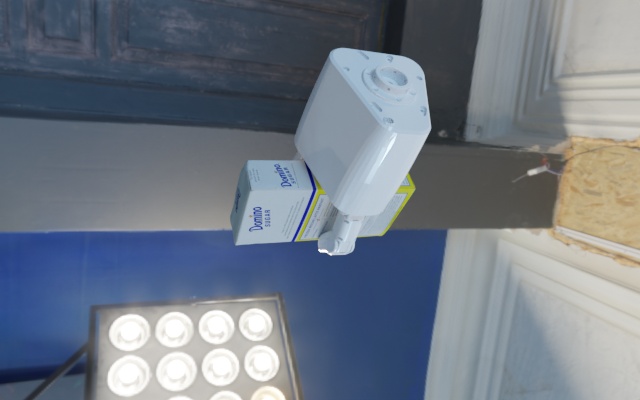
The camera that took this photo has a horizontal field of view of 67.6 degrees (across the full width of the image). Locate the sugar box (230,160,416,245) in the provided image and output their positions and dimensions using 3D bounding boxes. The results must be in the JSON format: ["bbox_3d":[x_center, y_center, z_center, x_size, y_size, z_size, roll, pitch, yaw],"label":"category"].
[{"bbox_3d":[0.000,0.001,0.503,0.176,0.048,0.093,1,-39,-21],"label":"sugar box"}]
